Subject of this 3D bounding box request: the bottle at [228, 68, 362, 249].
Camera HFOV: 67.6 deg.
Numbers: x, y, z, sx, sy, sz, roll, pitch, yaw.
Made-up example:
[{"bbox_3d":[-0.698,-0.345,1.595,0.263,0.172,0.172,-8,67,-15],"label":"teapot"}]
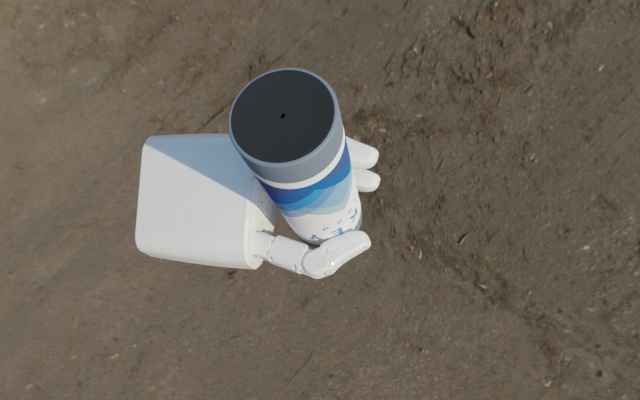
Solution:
[{"bbox_3d":[0.000,0.001,0.413,0.069,0.069,0.296,0,-20,9],"label":"bottle"}]
